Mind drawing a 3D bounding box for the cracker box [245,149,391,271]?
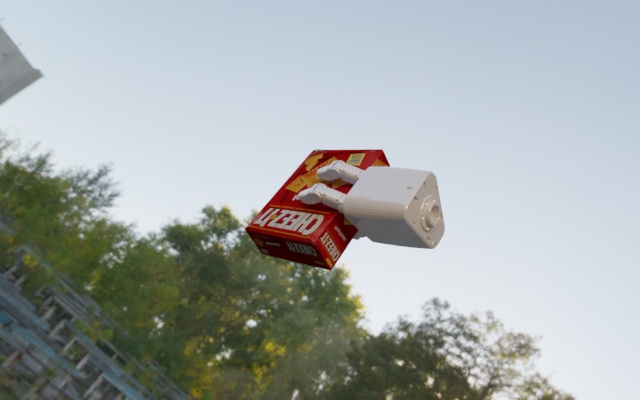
[{"bbox_3d":[0.000,0.003,0.798,0.164,0.072,0.213,6,47,43],"label":"cracker box"}]
